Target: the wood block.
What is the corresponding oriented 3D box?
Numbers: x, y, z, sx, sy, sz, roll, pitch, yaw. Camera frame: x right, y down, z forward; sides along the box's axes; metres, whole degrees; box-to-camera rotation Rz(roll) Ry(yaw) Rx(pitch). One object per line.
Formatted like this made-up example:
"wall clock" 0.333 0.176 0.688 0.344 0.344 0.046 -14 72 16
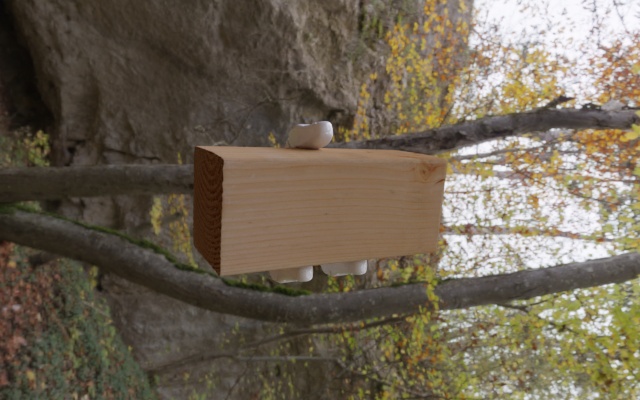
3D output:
"wood block" 0.000 0.001 0.426 0.206 0.091 0.090 -3 13 -27
